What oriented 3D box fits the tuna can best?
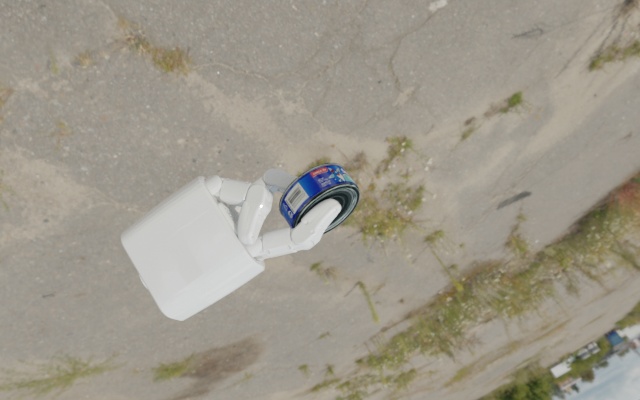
[{"bbox_3d":[0.000,0.002,0.518,0.086,0.033,0.086,-27,-31,-17],"label":"tuna can"}]
